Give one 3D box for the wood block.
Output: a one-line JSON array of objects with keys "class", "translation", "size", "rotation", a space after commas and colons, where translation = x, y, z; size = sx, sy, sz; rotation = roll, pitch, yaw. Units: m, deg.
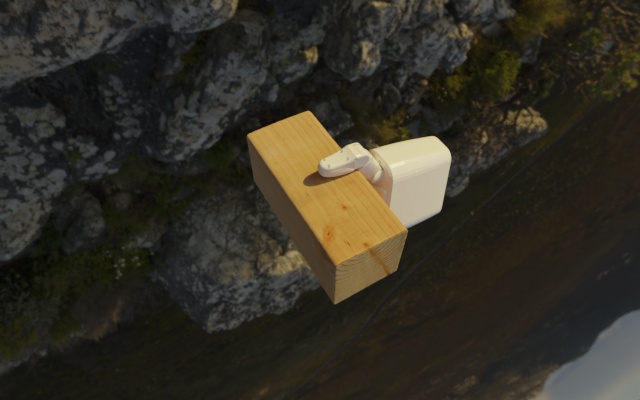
[{"class": "wood block", "translation": [0.001, 0.002, 0.563], "size": [0.090, 0.206, 0.091], "rotation": [-25, -33, -18]}]
